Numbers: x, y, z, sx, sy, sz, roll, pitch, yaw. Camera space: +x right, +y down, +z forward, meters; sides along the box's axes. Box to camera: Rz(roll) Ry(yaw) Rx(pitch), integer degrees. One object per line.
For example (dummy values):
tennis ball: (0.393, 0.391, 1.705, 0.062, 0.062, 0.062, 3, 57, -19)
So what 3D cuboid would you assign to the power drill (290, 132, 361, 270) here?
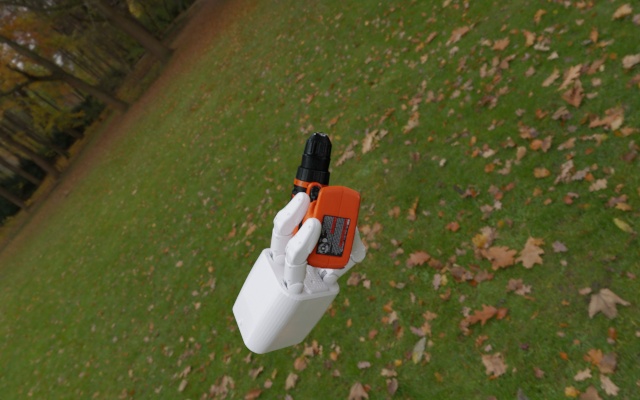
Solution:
power drill: (0.000, 0.003, 0.657, 0.057, 0.184, 0.187, 7, 10, -13)
